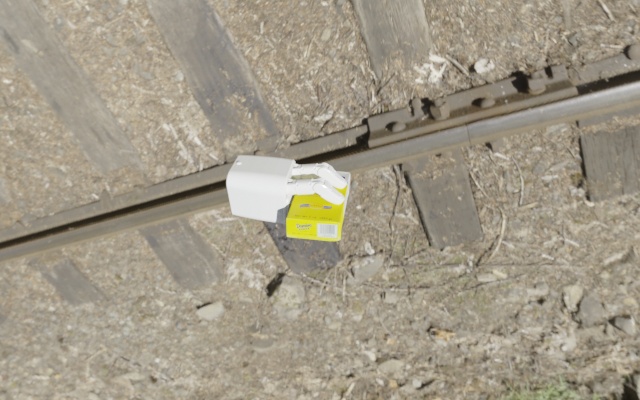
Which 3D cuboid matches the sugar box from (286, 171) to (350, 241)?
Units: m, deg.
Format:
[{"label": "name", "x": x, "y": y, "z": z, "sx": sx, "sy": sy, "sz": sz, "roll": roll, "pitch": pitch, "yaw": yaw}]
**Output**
[{"label": "sugar box", "x": 0.000, "y": 0.002, "z": 0.863, "sx": 0.093, "sy": 0.048, "sz": 0.176, "roll": 5, "pitch": 35, "yaw": 6}]
